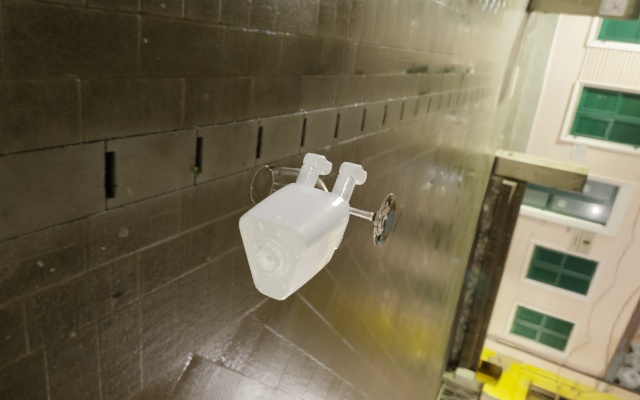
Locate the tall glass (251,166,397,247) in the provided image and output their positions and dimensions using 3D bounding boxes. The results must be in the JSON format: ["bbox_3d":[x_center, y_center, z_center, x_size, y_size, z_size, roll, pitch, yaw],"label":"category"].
[{"bbox_3d":[0.001,0.002,0.675,0.201,0.079,0.079,16,7,25],"label":"tall glass"}]
